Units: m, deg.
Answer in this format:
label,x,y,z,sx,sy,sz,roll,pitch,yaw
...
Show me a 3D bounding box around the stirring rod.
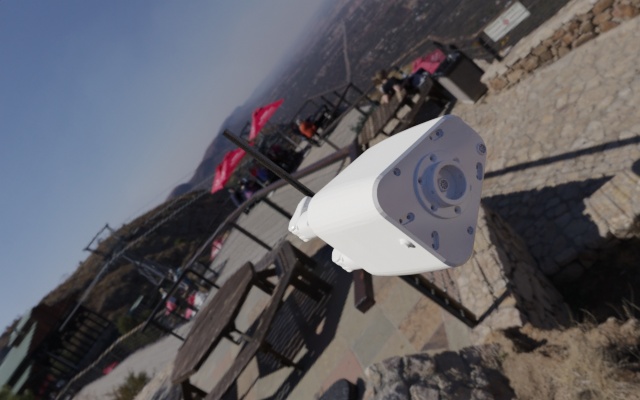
label,x,y,z,sx,sy,sz,roll,pitch,yaw
stirring rod,0.000,0.002,0.495,0.239,0.011,0.011,36,-11,-15
